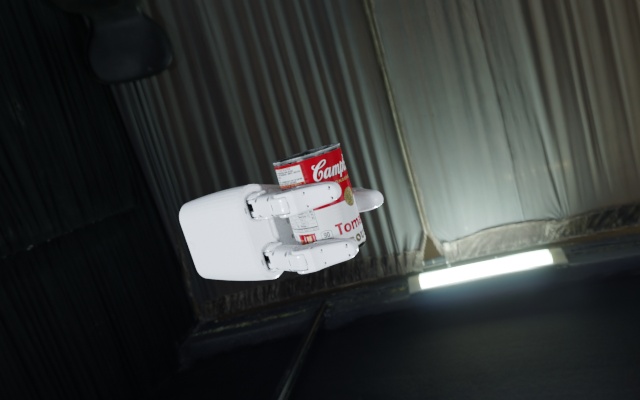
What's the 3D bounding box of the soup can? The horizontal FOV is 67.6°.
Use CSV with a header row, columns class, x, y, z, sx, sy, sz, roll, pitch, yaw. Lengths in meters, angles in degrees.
class,x,y,z,sx,sy,sz,roll,pitch,yaw
soup can,0.001,0.002,0.472,0.068,0.102,0.068,-16,9,3
